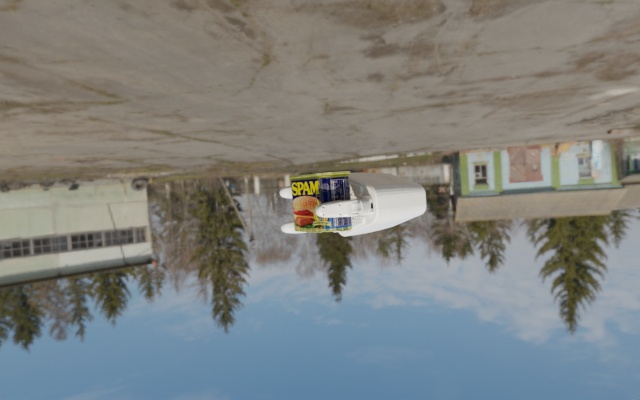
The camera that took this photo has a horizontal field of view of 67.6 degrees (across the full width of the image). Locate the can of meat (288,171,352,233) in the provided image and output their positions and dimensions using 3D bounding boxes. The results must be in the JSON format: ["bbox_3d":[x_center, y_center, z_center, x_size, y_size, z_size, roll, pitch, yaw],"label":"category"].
[{"bbox_3d":[0.000,0.003,0.700,0.057,0.084,0.102,-6,3,-37],"label":"can of meat"}]
